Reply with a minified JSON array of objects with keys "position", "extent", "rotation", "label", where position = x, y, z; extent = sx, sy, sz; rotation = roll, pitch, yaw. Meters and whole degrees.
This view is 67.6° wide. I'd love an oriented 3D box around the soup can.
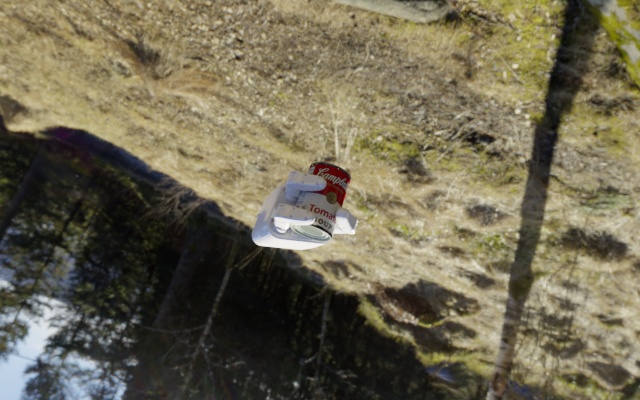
[{"position":[0.000,0.003,0.720],"extent":[0.068,0.102,0.068],"rotation":[16,-21,7],"label":"soup can"}]
